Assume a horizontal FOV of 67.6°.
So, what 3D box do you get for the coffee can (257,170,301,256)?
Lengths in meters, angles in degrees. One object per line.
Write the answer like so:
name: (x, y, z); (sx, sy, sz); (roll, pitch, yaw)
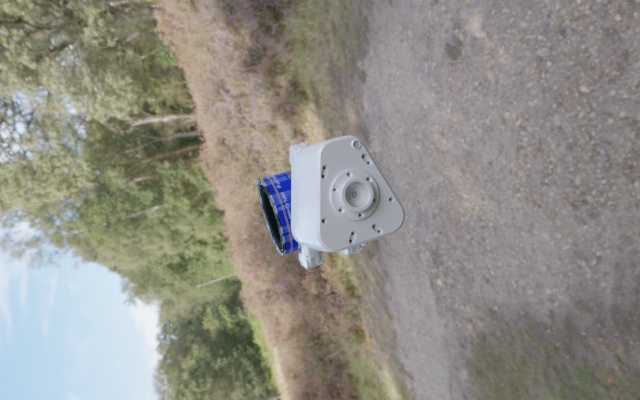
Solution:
coffee can: (0.000, 0.002, 0.622); (0.140, 0.103, 0.103); (-17, 4, -14)
